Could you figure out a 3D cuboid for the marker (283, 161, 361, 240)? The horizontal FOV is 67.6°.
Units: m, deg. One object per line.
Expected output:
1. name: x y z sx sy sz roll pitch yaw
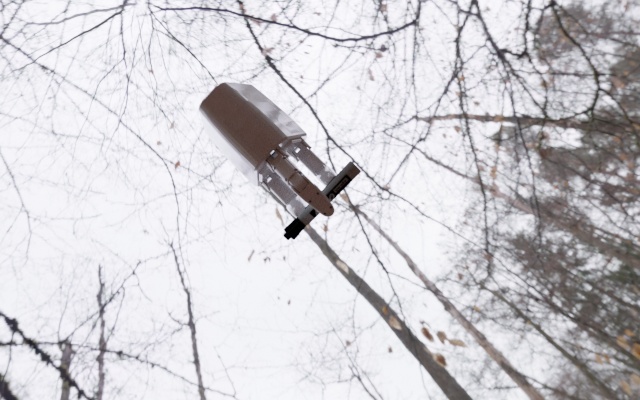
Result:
1. marker: 0.000 0.002 0.573 0.020 0.121 0.020 44 2 -2
